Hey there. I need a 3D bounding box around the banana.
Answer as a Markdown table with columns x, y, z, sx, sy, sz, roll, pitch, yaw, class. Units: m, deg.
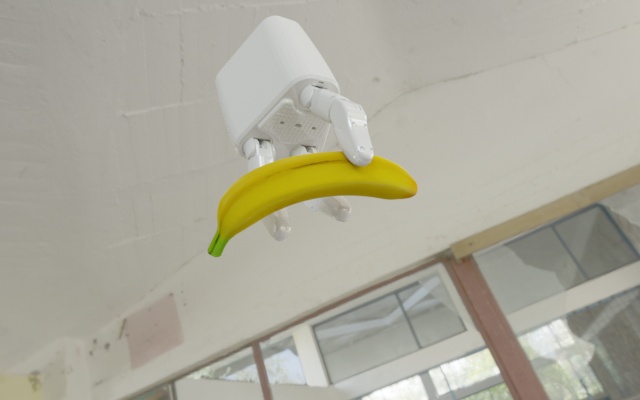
| x | y | z | sx | sy | sz | roll | pitch | yaw | class |
| --- | --- | --- | --- | --- | --- | --- | --- | --- | --- |
| -0.002 | -0.010 | 0.400 | 0.198 | 0.037 | 0.070 | -15 | -39 | -17 | banana |
